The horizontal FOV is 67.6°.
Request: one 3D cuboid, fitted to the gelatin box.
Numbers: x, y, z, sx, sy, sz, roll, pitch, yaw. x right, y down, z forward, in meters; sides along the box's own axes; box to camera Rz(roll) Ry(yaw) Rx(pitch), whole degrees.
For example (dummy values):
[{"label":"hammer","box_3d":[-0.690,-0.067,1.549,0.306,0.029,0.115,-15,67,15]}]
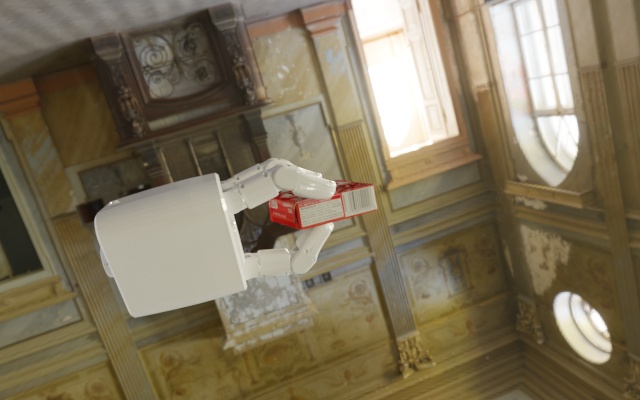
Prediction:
[{"label":"gelatin box","box_3d":[0.000,0.002,0.482,0.089,0.030,0.073,-13,11,-24]}]
